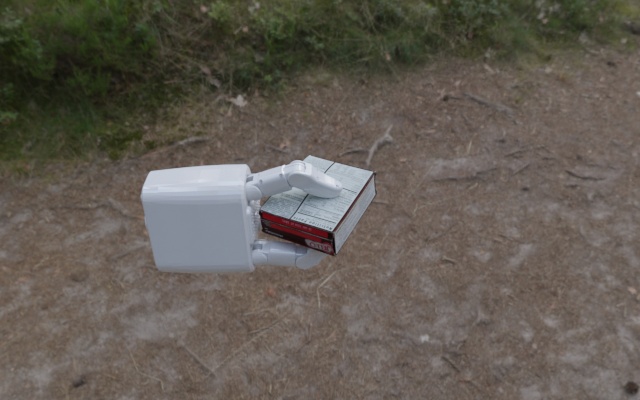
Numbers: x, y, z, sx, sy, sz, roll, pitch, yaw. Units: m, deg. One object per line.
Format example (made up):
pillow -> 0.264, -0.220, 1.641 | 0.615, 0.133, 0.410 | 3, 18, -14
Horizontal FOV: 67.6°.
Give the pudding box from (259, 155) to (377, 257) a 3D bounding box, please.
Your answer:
pudding box -> 0.000, 0.002, 0.523 | 0.090, 0.039, 0.113 | 17, 46, 23
